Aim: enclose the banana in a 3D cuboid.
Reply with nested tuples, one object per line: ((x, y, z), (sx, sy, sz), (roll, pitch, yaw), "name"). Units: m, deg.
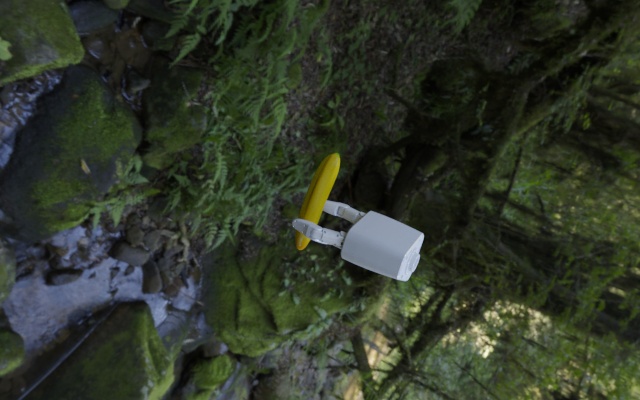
((-0.003, -0.006, 0.859), (0.037, 0.197, 0.070), (20, -11, 19), "banana")
